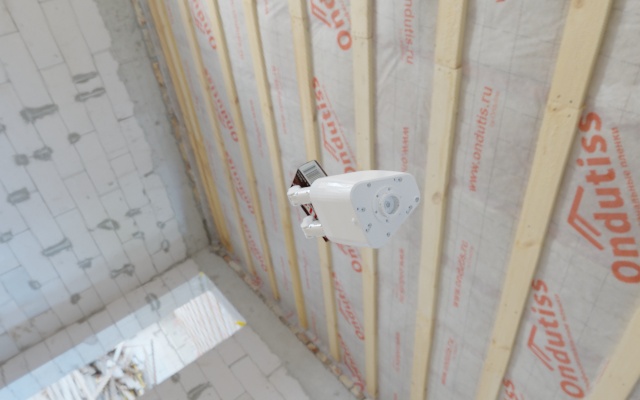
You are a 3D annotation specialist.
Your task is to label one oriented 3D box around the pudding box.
[{"bbox_3d":[0.000,0.002,0.763,0.039,0.113,0.090,-29,-13,-22],"label":"pudding box"}]
